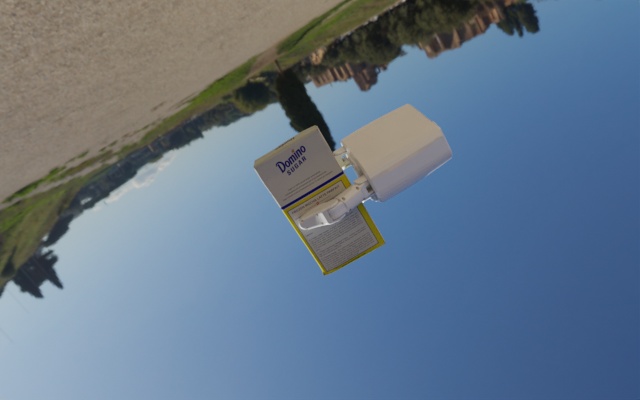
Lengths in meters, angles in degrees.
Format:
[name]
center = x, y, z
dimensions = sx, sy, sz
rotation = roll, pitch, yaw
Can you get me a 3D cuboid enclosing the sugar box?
[sugar box]
center = 0.000, 0.002, 0.612
dimensions = 0.093, 0.176, 0.048
rotation = -30, 16, 5
